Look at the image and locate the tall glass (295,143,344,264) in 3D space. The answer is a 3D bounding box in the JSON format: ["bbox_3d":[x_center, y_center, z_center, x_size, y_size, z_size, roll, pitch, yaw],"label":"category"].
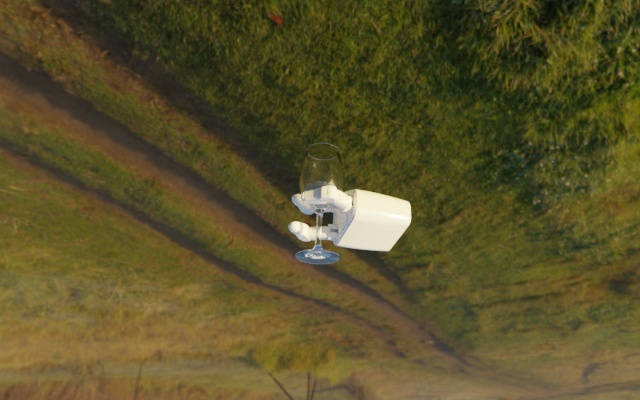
[{"bbox_3d":[0.000,0.003,0.821,0.079,0.201,0.079,2,-24,1],"label":"tall glass"}]
